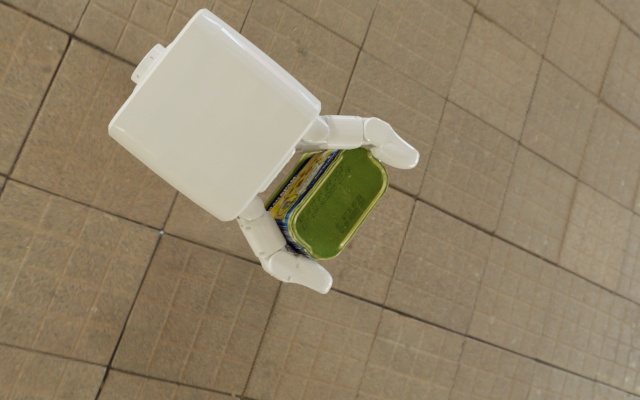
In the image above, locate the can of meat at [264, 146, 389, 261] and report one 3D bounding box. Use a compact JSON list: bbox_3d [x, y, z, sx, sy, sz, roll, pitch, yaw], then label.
[{"bbox_3d":[0.000,0.001,0.410,0.057,0.102,0.084,42,-17,-17],"label":"can of meat"}]
